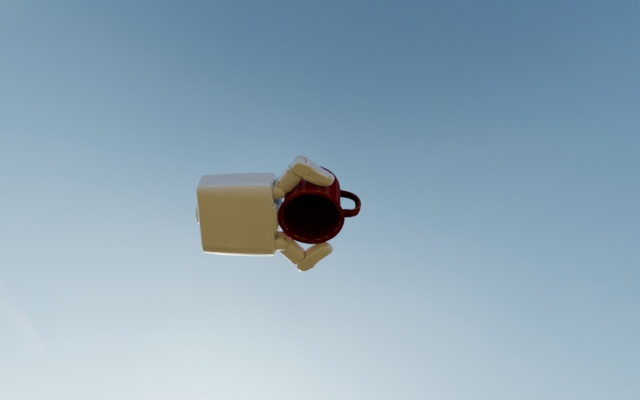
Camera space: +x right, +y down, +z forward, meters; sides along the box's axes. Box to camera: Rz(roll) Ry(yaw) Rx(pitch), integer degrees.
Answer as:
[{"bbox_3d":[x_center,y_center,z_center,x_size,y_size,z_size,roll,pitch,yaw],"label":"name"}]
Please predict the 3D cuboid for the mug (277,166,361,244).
[{"bbox_3d":[0.002,0.002,0.691,0.117,0.093,0.081,0,35,2],"label":"mug"}]
